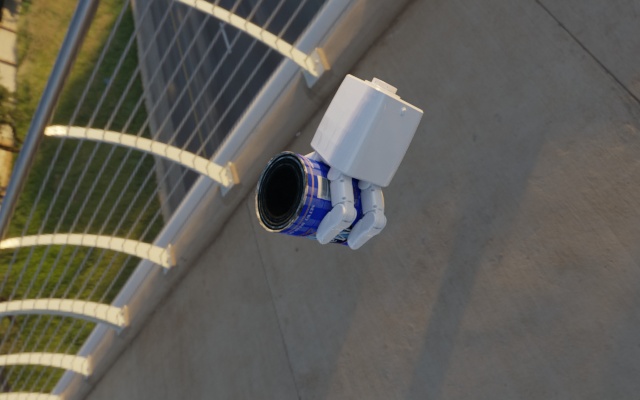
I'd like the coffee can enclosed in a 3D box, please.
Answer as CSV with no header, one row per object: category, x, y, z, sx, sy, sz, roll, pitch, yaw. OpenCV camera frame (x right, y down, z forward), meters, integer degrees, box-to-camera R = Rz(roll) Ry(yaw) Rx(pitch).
coffee can,0.000,0.002,0.631,0.140,0.103,0.103,14,-9,-41
